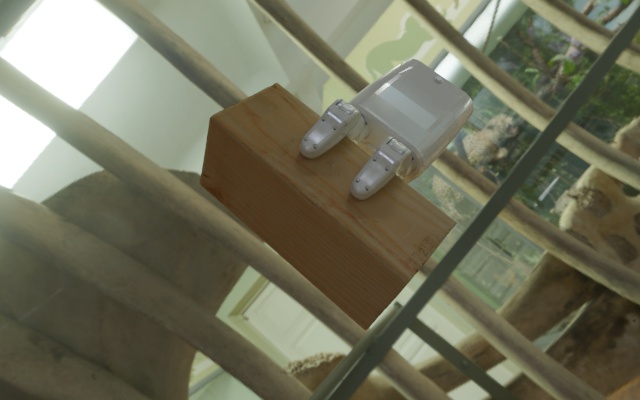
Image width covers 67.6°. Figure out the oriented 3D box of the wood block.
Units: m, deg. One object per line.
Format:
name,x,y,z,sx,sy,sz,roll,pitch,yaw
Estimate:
wood block,0.000,0.001,0.427,0.090,0.206,0.091,-40,-17,-39
